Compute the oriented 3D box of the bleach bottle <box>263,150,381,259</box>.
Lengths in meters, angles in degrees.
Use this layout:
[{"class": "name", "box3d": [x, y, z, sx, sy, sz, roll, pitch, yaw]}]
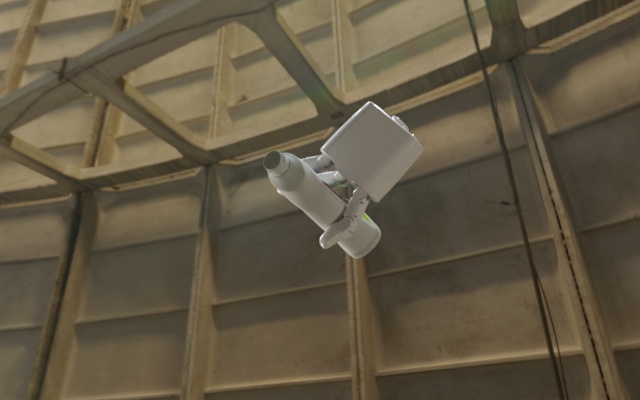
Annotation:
[{"class": "bleach bottle", "box3d": [0.000, 0.002, 0.713, 0.102, 0.068, 0.251, 47, 4, 38]}]
